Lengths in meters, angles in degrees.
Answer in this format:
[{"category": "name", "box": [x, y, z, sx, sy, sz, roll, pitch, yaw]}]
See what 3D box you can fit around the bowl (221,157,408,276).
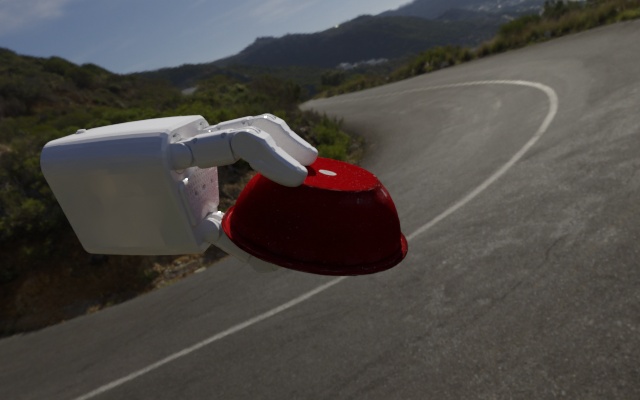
[{"category": "bowl", "box": [0.001, 0.001, 0.406, 0.162, 0.055, 0.162, 9, 19, -3]}]
